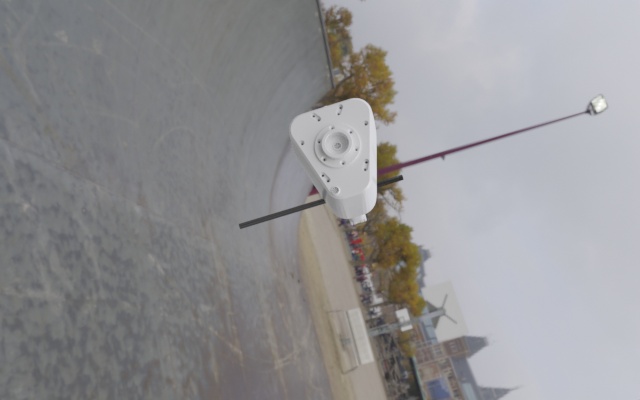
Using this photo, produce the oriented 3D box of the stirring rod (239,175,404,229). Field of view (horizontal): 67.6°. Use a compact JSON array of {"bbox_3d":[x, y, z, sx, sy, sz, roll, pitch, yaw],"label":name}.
[{"bbox_3d":[0.000,0.002,0.674,0.239,0.011,0.011,-17,-1,3],"label":"stirring rod"}]
